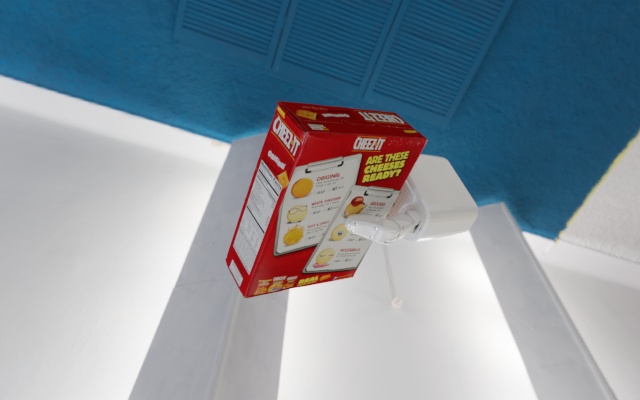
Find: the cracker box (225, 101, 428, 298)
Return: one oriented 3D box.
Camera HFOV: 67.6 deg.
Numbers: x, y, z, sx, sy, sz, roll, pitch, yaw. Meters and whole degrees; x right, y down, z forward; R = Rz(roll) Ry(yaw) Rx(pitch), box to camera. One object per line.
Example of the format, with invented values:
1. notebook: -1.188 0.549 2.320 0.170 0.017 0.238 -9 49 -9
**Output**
1. cracker box: 0.000 0.002 0.539 0.164 0.214 0.072 -3 39 -38
